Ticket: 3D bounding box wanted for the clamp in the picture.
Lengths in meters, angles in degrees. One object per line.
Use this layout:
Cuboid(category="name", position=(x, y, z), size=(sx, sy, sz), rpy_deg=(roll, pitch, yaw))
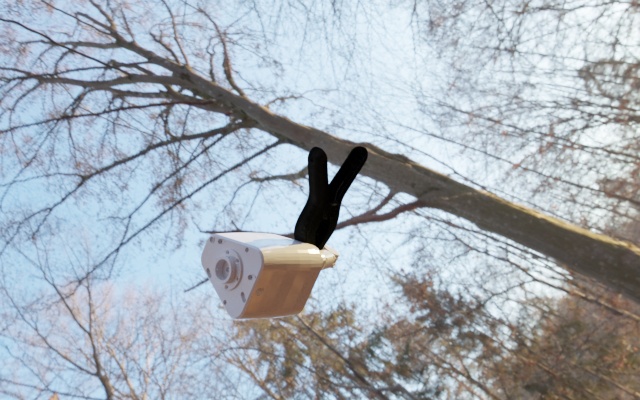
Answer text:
Cuboid(category="clamp", position=(0.000, 0.002, 0.628), size=(0.039, 0.171, 0.120), rpy_deg=(28, 12, 35))
